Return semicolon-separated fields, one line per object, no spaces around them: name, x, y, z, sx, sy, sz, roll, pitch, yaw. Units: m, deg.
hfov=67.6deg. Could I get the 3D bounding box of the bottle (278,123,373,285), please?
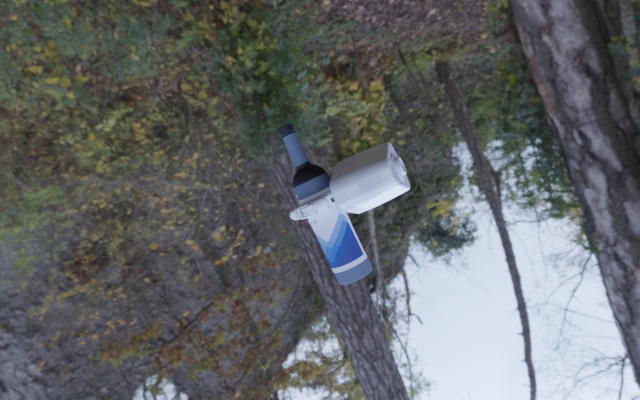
bottle;0.000;0.003;0.844;0.069;0.296;0.069;-25;4;2
